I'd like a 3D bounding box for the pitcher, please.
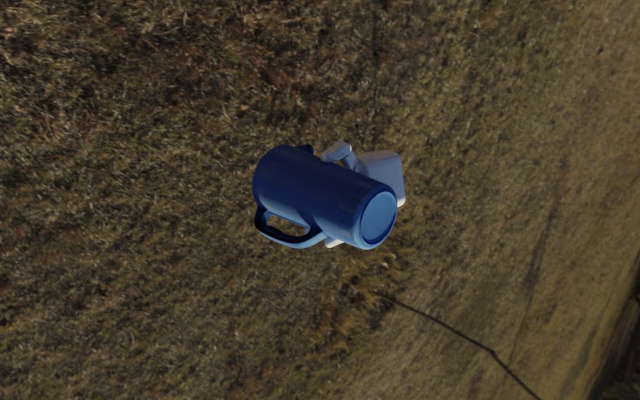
[{"bbox_3d":[0.000,0.003,0.810,0.145,0.149,0.242,-15,27,-42],"label":"pitcher"}]
